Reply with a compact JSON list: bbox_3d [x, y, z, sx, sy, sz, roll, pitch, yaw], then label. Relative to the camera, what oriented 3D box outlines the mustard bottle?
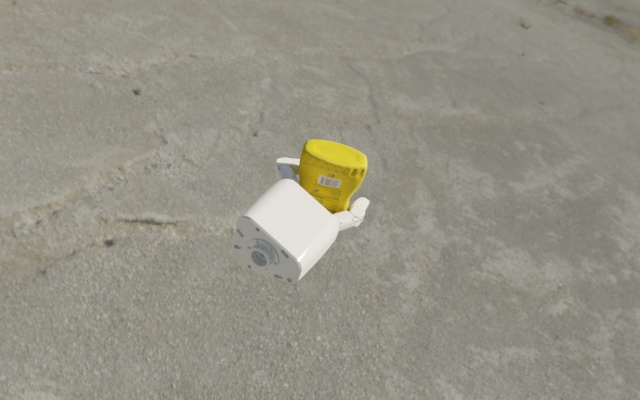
[{"bbox_3d":[0.000,0.002,0.735,0.096,0.192,0.058,13,39,-6],"label":"mustard bottle"}]
